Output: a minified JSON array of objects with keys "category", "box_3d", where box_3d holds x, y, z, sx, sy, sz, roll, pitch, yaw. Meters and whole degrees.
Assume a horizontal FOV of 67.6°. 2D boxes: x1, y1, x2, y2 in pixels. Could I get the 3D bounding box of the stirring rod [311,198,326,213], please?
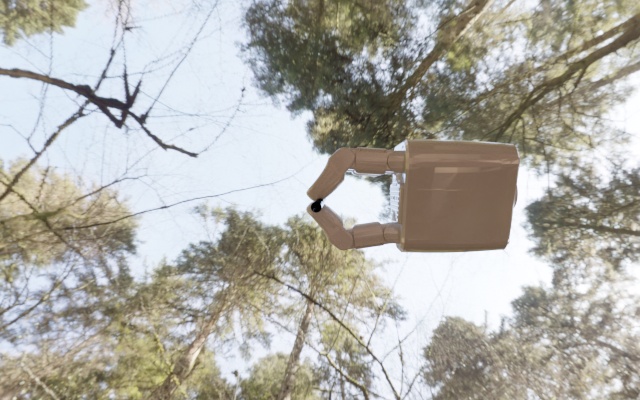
[{"category":"stirring rod","box_3d":[0.000,0.002,0.463,0.011,0.011,0.239,0,2,1]}]
